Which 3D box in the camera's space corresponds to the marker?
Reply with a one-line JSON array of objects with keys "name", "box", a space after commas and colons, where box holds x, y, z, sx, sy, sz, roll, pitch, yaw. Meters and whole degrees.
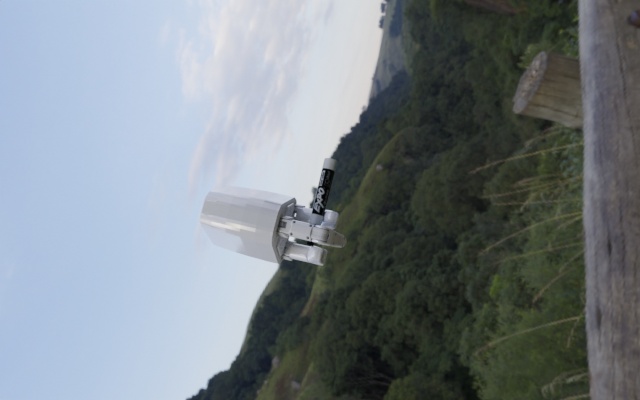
[{"name": "marker", "box": [0.000, 0.002, 0.646, 0.020, 0.121, 0.020, 14, -9, 2]}]
